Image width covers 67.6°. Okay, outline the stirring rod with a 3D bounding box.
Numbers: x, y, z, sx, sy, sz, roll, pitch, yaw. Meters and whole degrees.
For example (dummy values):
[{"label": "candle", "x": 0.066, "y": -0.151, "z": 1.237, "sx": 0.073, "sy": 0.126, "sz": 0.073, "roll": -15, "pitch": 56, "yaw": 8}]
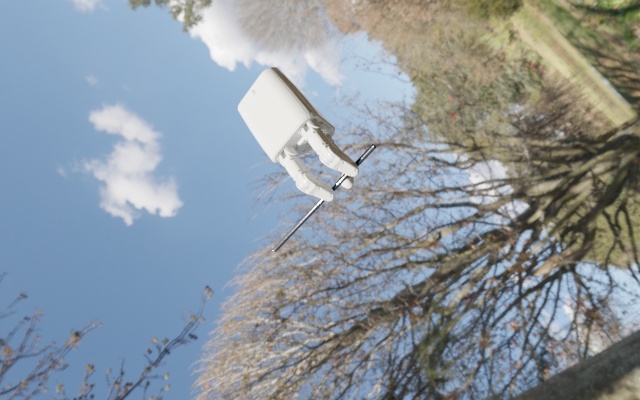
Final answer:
[{"label": "stirring rod", "x": 0.000, "y": 0.002, "z": 0.713, "sx": 0.240, "sy": 0.011, "sz": 0.011, "roll": -46, "pitch": -26, "yaw": 27}]
